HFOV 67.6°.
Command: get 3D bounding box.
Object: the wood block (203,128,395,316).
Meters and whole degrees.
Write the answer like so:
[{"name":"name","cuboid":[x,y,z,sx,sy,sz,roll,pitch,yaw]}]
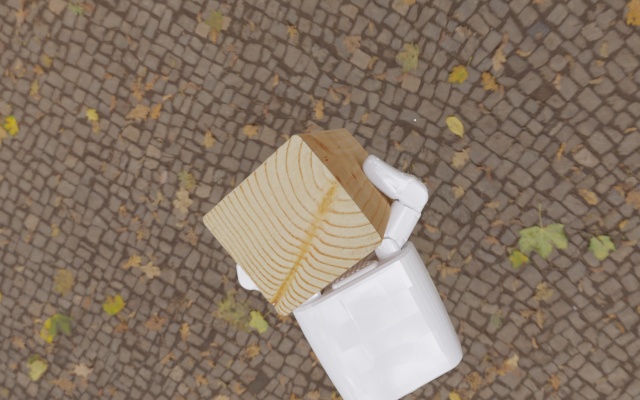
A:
[{"name":"wood block","cuboid":[0.001,0.001,0.408,0.091,0.090,0.206,-39,0,15]}]
